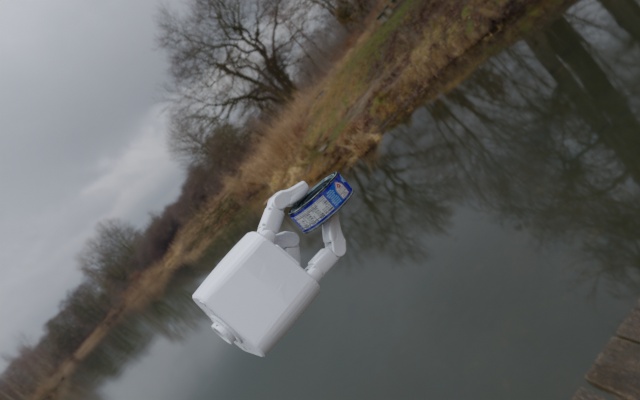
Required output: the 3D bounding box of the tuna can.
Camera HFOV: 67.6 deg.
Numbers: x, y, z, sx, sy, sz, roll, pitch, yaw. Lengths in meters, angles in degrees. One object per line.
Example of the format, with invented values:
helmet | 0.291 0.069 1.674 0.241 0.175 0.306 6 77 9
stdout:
tuna can | 0.000 0.002 0.615 0.086 0.034 0.086 -40 8 7
